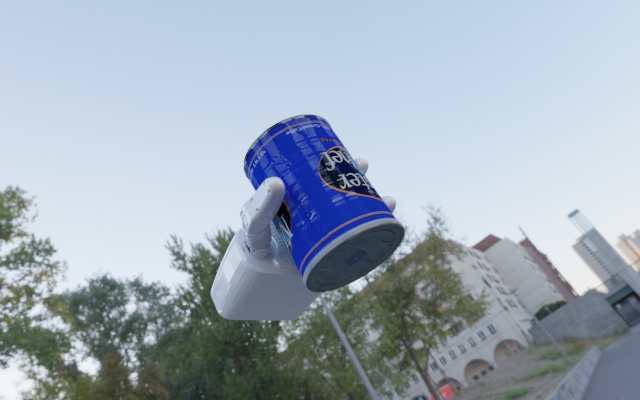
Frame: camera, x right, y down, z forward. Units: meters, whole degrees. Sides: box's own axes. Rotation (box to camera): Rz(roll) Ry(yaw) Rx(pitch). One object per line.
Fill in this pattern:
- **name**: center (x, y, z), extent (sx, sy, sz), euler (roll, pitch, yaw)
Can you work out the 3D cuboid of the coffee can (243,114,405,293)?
- **coffee can**: center (0.000, 0.002, 0.461), extent (0.103, 0.140, 0.103), euler (-24, -29, -14)
